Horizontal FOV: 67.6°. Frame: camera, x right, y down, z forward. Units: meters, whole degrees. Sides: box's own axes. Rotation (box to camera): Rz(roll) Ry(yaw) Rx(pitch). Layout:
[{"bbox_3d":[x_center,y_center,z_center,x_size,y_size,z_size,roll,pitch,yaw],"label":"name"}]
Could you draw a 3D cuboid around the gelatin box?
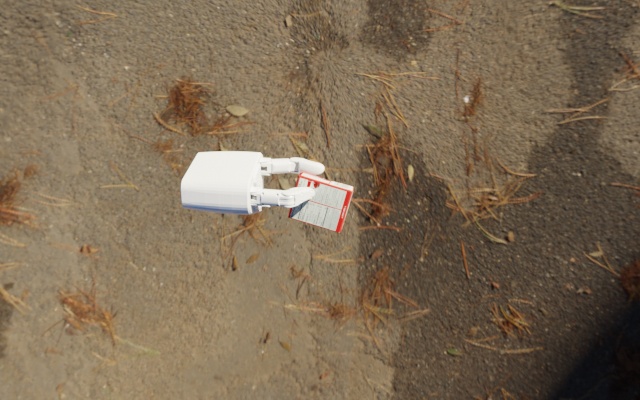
[{"bbox_3d":[0.000,0.003,0.754,0.089,0.073,0.030,17,18,5],"label":"gelatin box"}]
